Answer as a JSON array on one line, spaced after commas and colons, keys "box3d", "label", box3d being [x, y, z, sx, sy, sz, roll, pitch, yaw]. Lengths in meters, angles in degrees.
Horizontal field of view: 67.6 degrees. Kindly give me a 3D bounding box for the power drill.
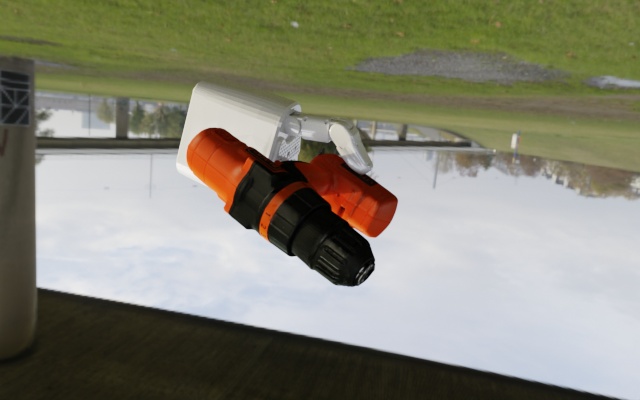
[{"box3d": [0.000, 0.001, 0.423, 0.184, 0.057, 0.187, 38, 17, 24], "label": "power drill"}]
